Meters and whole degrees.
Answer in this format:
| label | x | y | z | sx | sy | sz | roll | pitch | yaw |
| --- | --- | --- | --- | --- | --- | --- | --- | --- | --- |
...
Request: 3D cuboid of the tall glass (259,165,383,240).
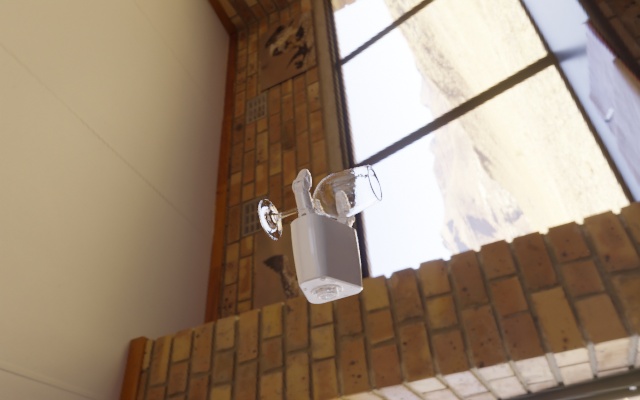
| label | x | y | z | sx | sy | sz | roll | pitch | yaw |
| --- | --- | --- | --- | --- | --- | --- | --- | --- | --- |
| tall glass | -0.001 | 0.003 | 0.804 | 0.201 | 0.079 | 0.079 | -20 | -7 | 19 |
